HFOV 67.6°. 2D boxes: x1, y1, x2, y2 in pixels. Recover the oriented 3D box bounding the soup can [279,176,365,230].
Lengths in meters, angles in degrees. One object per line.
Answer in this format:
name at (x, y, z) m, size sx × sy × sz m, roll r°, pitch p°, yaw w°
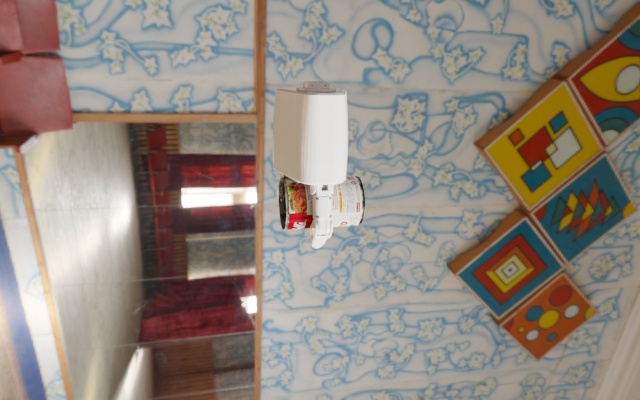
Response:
soup can at (0.000, 0.003, 0.623) m, size 0.102 × 0.068 × 0.068 m, roll -3°, pitch 0°, yaw -13°
